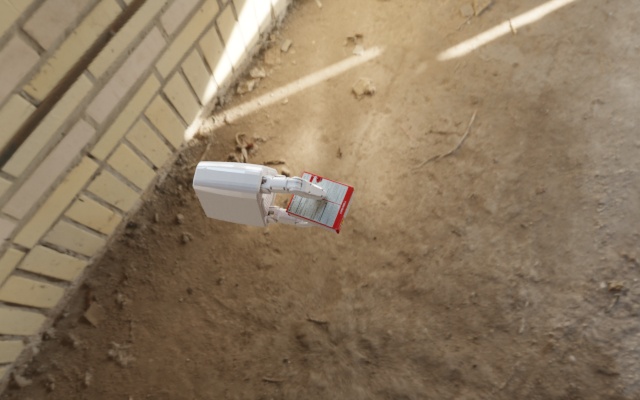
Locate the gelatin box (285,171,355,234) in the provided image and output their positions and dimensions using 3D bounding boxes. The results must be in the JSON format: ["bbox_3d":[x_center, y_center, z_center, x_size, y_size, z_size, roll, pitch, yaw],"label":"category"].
[{"bbox_3d":[0.000,0.002,0.745,0.089,0.073,0.030,19,-14,16],"label":"gelatin box"}]
